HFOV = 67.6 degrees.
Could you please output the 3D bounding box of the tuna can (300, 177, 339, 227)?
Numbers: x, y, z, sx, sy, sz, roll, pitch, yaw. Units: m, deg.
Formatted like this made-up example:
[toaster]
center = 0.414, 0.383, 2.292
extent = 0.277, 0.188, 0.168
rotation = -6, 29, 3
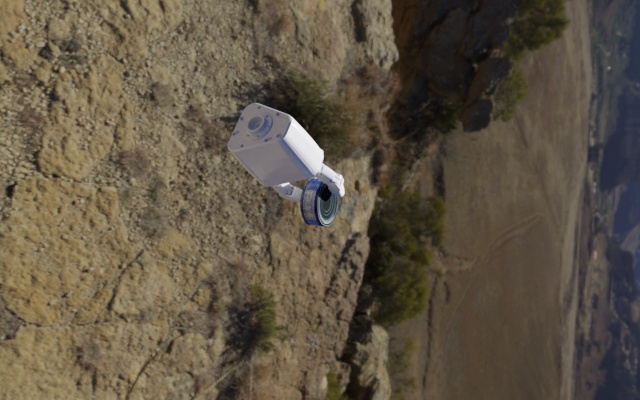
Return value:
[tuna can]
center = 0.001, 0.003, 0.838
extent = 0.034, 0.086, 0.086
rotation = 5, 2, 28
